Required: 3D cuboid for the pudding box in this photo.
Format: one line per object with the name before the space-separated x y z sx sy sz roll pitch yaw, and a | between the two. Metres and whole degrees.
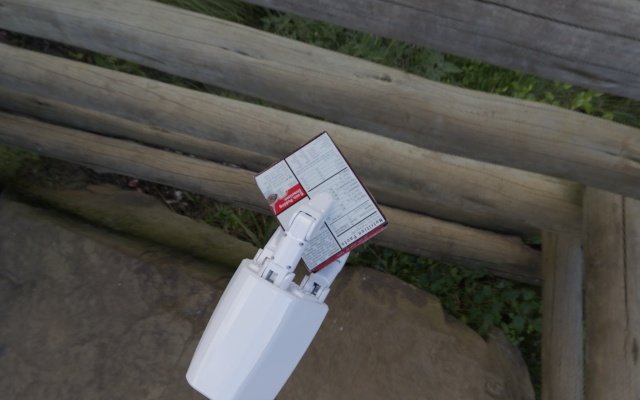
pudding box | 0.000 0.002 0.468 0.090 0.113 0.039 -32 -10 0
